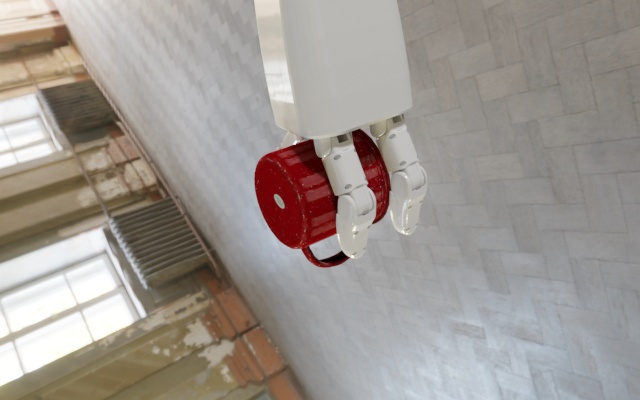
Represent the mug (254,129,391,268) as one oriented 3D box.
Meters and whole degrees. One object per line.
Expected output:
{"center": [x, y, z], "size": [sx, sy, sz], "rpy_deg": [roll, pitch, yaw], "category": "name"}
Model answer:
{"center": [0.000, 0.003, 0.404], "size": [0.081, 0.117, 0.093], "rpy_deg": [-22, 20, -30], "category": "mug"}
